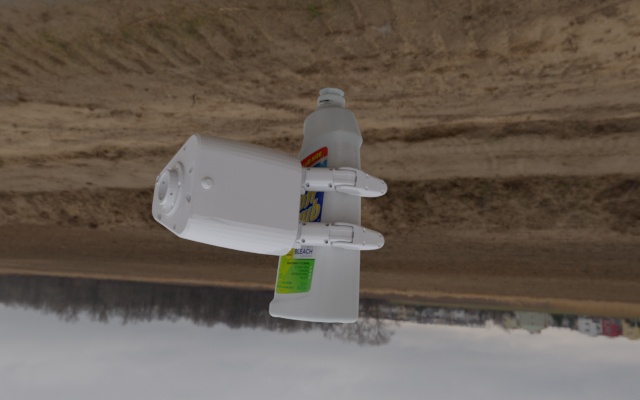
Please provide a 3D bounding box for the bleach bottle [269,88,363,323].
[{"bbox_3d":[0.000,0.002,0.522,0.068,0.250,0.102,12,-15,-35],"label":"bleach bottle"}]
